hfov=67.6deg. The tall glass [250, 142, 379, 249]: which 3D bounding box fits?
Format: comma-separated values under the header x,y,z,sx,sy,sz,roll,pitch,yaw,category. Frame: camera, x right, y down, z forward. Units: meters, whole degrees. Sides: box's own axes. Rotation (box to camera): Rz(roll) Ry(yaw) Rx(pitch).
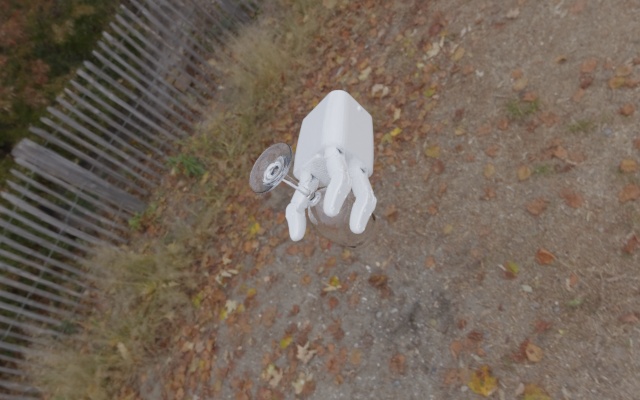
x,y,z,sx,sy,sz,roll,pitch,yaw,category
0.000,0.002,0.665,0.079,0.079,0.201,0,-27,46,tall glass
